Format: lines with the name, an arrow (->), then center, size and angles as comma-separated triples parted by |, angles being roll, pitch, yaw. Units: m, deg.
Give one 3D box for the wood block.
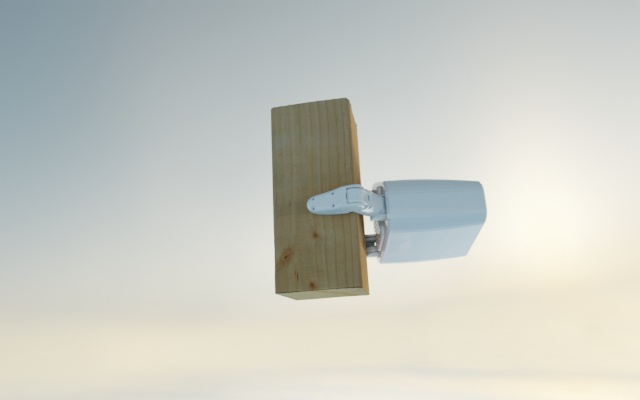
wood block -> 0.000, 0.002, 0.537 | 0.090, 0.206, 0.091 | -6, -17, 9
